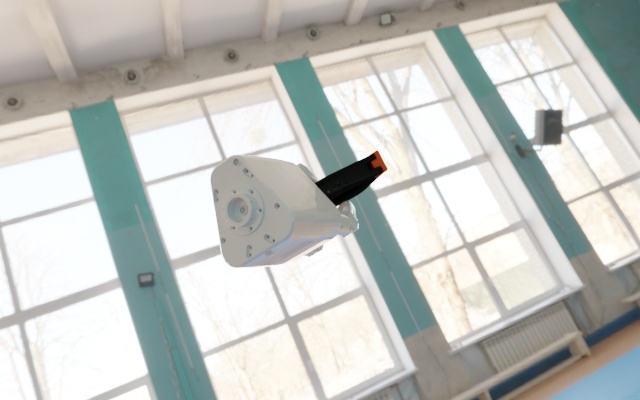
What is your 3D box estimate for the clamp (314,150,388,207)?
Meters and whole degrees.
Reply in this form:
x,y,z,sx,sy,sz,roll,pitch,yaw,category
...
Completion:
x,y,z,sx,sy,sz,roll,pitch,yaw,category
0.000,0.001,0.625,0.210,0.036,0.164,-31,-12,22,clamp
